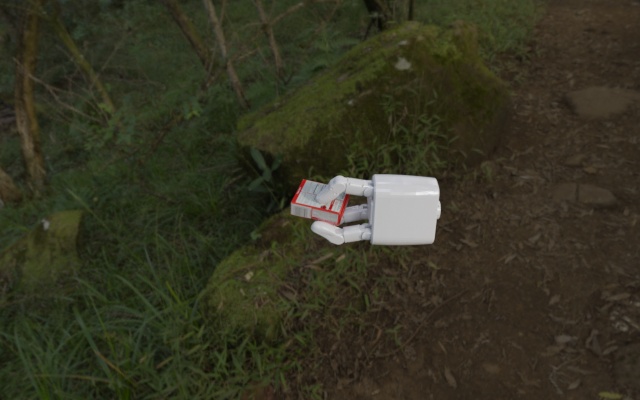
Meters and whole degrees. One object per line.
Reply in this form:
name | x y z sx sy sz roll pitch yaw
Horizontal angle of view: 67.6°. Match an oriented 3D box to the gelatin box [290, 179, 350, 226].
gelatin box | 0.000 0.002 0.826 0.089 0.030 0.073 13 39 9
